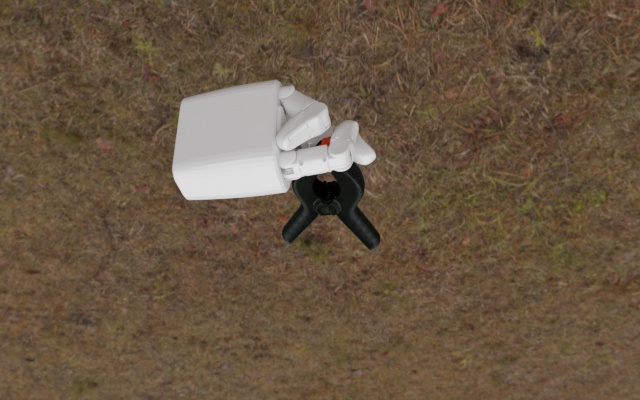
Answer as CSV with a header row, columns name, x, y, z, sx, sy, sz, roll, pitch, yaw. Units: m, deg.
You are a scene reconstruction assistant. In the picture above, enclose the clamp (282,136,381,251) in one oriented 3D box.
name,x,y,z,sx,sy,sz,roll,pitch,yaw
clamp,0.000,0.002,0.540,0.120,0.039,0.172,-6,-45,9
